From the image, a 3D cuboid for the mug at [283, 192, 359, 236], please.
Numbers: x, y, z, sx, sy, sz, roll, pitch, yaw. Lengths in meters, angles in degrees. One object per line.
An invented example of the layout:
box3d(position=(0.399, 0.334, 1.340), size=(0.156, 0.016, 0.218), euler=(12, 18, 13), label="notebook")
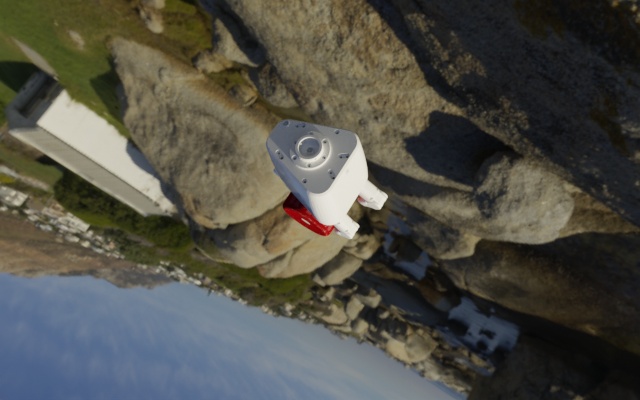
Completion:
box3d(position=(0.000, 0.003, 0.708), size=(0.093, 0.081, 0.117), euler=(29, -13, 18), label="mug")
